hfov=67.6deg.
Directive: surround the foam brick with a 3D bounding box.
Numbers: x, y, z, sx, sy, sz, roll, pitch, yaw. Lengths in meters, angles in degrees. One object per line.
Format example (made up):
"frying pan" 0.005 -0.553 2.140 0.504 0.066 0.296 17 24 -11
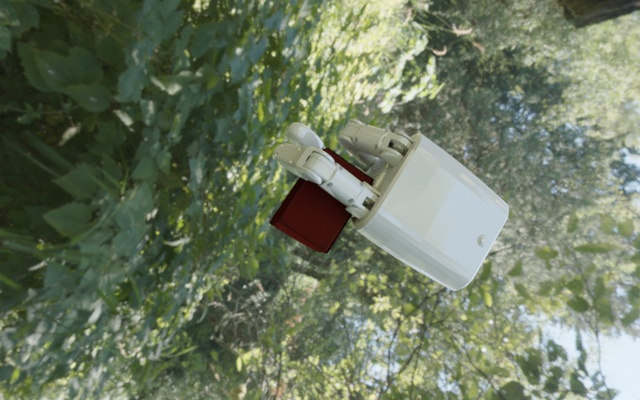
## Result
"foam brick" 0.000 0.002 0.420 0.051 0.078 0.053 35 -10 -10
